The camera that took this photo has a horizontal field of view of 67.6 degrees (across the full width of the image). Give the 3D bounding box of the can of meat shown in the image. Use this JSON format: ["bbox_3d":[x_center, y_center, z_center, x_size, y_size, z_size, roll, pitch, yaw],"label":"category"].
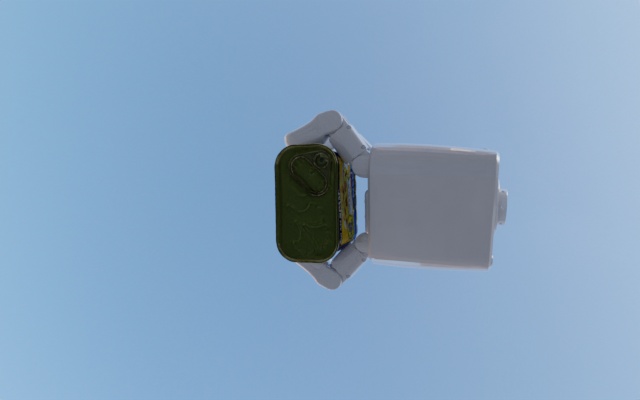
[{"bbox_3d":[0.000,0.002,0.446,0.057,0.102,0.084,-1,2,18],"label":"can of meat"}]
